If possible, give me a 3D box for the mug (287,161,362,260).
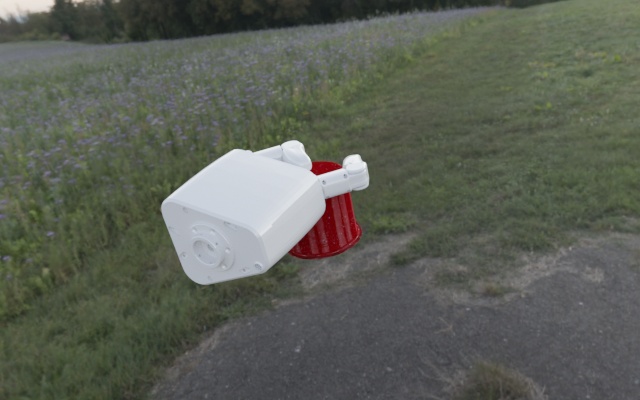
[{"bbox_3d":[0.001,0.001,0.549,0.093,0.081,0.117,2,29,27],"label":"mug"}]
